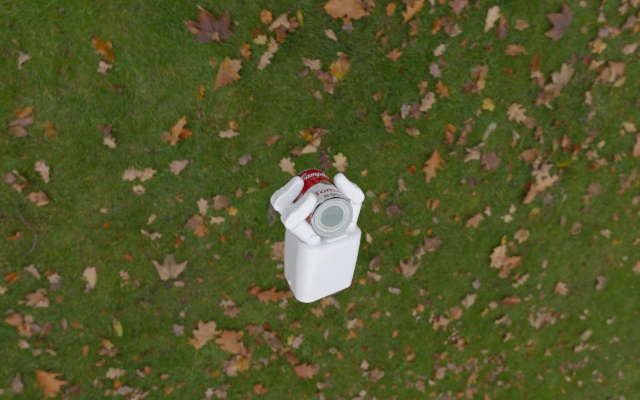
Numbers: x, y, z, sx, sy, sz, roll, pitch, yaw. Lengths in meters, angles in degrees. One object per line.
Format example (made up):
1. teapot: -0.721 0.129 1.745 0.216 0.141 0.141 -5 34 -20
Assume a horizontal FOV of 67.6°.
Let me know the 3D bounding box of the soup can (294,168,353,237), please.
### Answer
1. soup can: 0.000 0.002 0.729 0.068 0.068 0.102 0 27 -23
